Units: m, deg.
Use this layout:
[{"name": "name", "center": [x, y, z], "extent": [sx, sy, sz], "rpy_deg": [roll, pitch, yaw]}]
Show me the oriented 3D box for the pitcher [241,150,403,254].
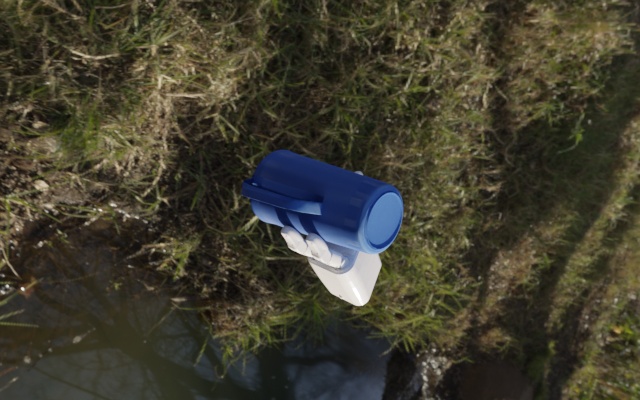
[{"name": "pitcher", "center": [0.000, 0.003, 0.768], "extent": [0.243, 0.145, 0.149], "rpy_deg": [18, 55, 41]}]
